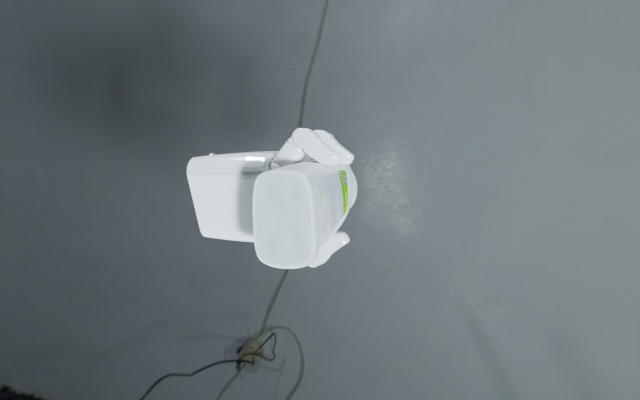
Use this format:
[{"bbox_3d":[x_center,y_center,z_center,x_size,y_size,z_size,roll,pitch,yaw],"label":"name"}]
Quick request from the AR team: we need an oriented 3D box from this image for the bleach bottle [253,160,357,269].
[{"bbox_3d":[0.000,0.002,0.579,0.068,0.102,0.251,0,7,17],"label":"bleach bottle"}]
